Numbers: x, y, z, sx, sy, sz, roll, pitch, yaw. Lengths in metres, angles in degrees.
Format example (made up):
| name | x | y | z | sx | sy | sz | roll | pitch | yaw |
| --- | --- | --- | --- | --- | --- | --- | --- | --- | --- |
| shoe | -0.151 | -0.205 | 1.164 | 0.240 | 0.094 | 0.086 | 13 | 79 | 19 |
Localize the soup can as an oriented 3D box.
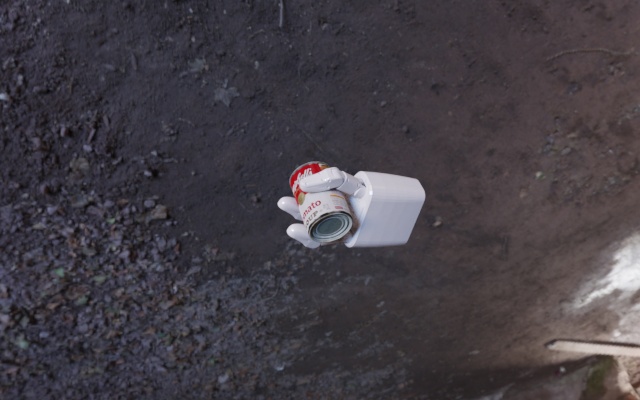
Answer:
| name | x | y | z | sx | sy | sz | roll | pitch | yaw |
| --- | --- | --- | --- | --- | --- | --- | --- | --- | --- |
| soup can | 0.000 | 0.002 | 0.695 | 0.068 | 0.102 | 0.069 | -13 | -39 | -11 |
